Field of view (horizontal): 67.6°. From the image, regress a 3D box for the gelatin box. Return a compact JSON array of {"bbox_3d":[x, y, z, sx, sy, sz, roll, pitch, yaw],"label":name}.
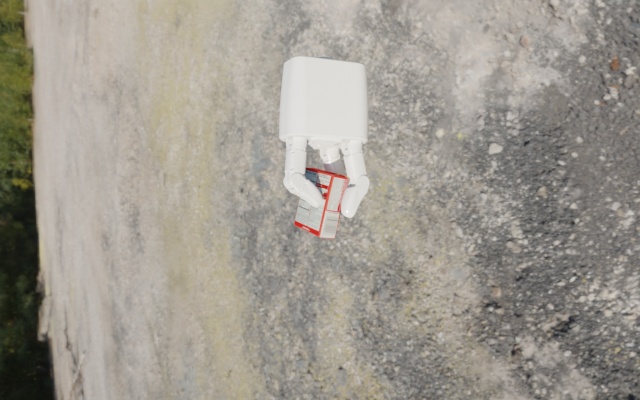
[{"bbox_3d":[0.000,0.002,0.668,0.030,0.089,0.073,10,5,-33],"label":"gelatin box"}]
